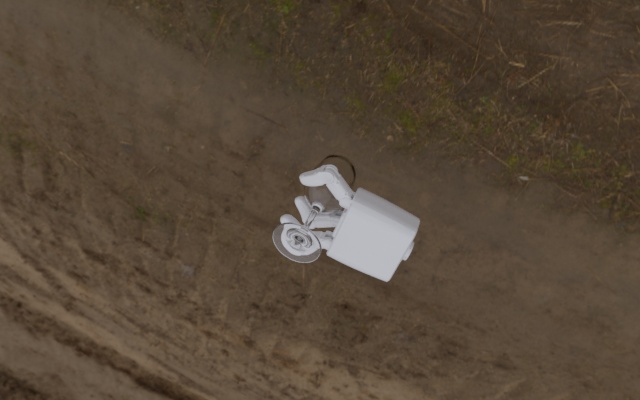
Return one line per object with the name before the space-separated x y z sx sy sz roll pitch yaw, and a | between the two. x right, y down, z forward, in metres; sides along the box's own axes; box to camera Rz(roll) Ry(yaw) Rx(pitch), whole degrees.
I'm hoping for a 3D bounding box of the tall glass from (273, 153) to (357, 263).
tall glass | 0.000 0.003 0.744 0.079 0.079 0.201 0 36 24
